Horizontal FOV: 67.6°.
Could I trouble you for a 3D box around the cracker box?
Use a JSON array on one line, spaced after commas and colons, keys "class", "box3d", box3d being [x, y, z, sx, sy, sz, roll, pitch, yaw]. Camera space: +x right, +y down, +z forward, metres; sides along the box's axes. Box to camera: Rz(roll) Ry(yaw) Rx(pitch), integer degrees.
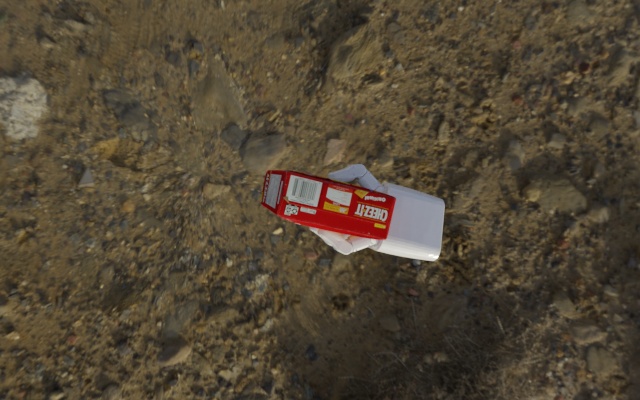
[{"class": "cracker box", "box3d": [0.000, 0.002, 0.751, 0.164, 0.072, 0.213, 13, 0, -14]}]
